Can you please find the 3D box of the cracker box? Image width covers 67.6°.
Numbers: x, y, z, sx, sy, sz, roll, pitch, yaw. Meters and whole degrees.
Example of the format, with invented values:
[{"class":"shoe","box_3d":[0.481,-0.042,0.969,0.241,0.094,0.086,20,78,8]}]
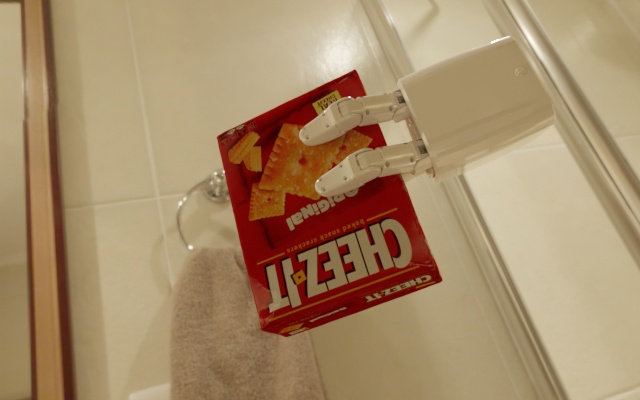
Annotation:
[{"class":"cracker box","box_3d":[0.000,0.001,0.465,0.164,0.213,0.072,-23,-25,11]}]
